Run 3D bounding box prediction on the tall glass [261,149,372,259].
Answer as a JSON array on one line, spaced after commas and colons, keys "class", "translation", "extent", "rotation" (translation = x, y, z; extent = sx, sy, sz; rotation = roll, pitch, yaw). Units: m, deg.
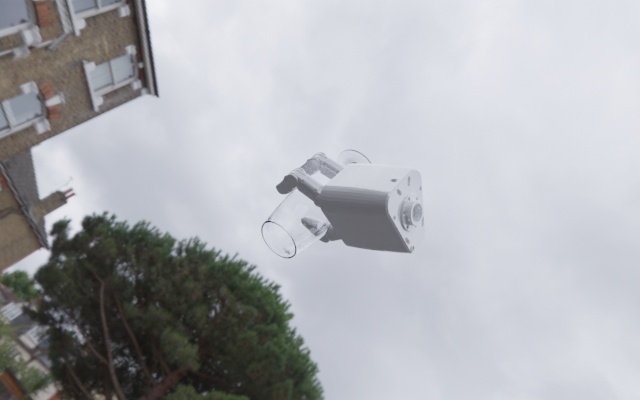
[{"class": "tall glass", "translation": [0.000, 0.002, 0.709], "extent": [0.079, 0.079, 0.201], "rotation": [0, 31, 43]}]
